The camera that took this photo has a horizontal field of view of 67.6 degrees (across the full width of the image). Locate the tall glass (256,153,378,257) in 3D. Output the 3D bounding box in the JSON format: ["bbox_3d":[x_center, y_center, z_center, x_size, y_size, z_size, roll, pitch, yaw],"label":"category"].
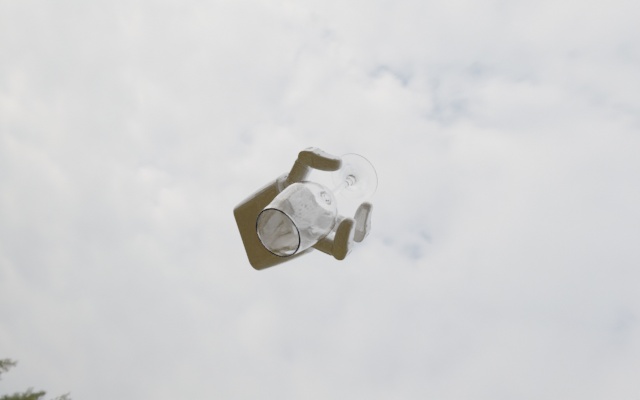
[{"bbox_3d":[0.001,0.002,0.620,0.079,0.079,0.201,0,21,32],"label":"tall glass"}]
